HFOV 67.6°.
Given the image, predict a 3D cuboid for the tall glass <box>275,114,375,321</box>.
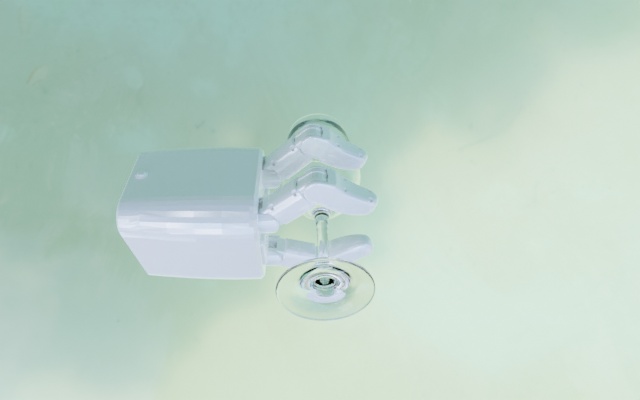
[{"bbox_3d":[0.000,0.002,0.427,0.079,0.079,0.200,0,42,-2],"label":"tall glass"}]
